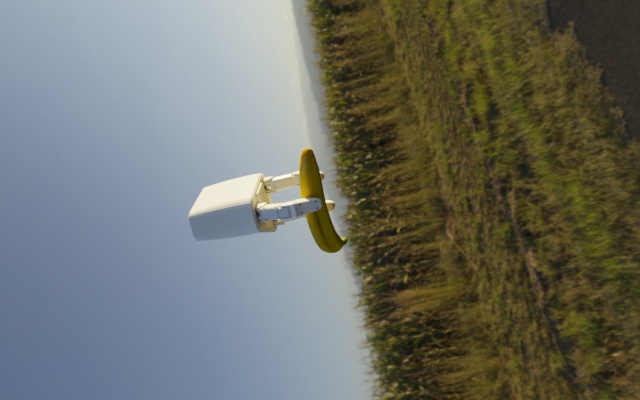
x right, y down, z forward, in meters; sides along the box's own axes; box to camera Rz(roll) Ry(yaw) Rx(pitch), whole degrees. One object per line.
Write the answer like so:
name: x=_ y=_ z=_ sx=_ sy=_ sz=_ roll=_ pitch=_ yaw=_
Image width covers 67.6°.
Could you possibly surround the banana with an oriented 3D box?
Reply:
banana: x=-0.001 y=0.017 z=0.733 sx=0.037 sy=0.198 sz=0.069 roll=-9 pitch=37 yaw=15
